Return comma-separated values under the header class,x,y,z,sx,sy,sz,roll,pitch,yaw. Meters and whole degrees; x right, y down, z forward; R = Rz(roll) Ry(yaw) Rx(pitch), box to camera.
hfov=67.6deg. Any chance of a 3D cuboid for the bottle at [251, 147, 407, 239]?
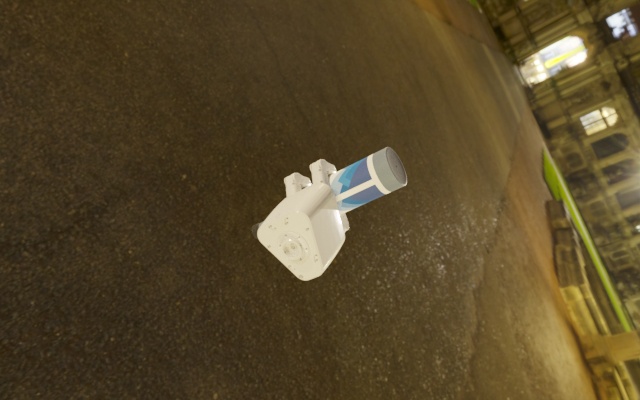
class,x,y,z,sx,sy,sz,roll,pitch,yaw
bottle,0.000,0.003,0.809,0.296,0.069,0.069,-25,-12,27
